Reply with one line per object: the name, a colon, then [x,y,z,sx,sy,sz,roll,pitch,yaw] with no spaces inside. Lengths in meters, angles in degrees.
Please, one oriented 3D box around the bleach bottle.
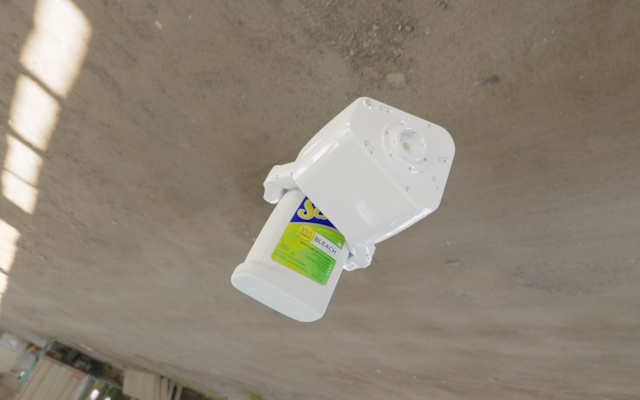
bleach bottle: [0.000,0.002,0.541,0.102,0.250,0.068,32,-30,-13]
